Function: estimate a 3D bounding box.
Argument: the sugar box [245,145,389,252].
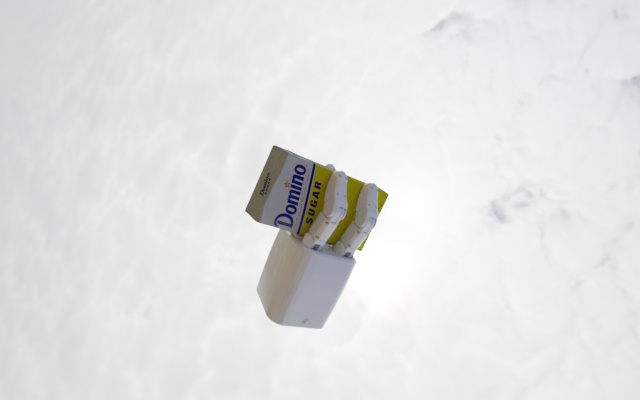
[{"bbox_3d":[0.000,0.002,0.618,0.176,0.093,0.048,18,10,-39],"label":"sugar box"}]
